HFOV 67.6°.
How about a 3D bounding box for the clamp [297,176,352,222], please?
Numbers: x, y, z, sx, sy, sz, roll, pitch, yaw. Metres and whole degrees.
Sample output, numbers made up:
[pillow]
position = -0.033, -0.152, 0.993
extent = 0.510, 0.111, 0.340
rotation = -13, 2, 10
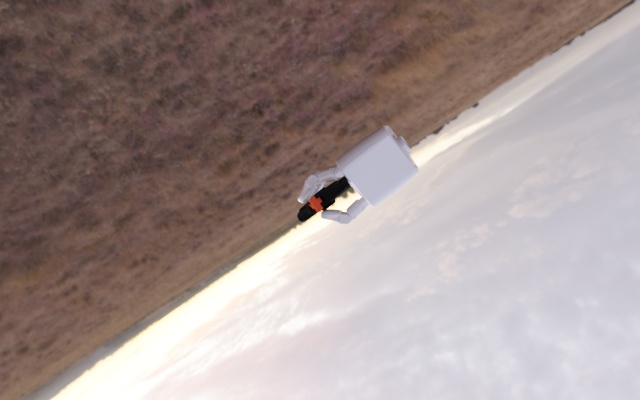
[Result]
[clamp]
position = 0.001, 0.004, 0.895
extent = 0.164, 0.036, 0.210
rotation = -39, -1, 17
